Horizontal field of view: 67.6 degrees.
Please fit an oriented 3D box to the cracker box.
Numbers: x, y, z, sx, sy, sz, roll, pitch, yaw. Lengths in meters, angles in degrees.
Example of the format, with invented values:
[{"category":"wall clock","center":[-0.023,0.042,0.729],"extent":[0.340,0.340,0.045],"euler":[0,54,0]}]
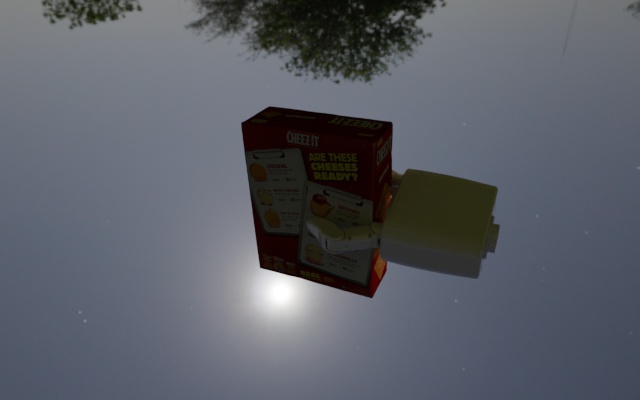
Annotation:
[{"category":"cracker box","center":[0.000,0.002,0.588],"extent":[0.164,0.214,0.072],"euler":[12,34,22]}]
